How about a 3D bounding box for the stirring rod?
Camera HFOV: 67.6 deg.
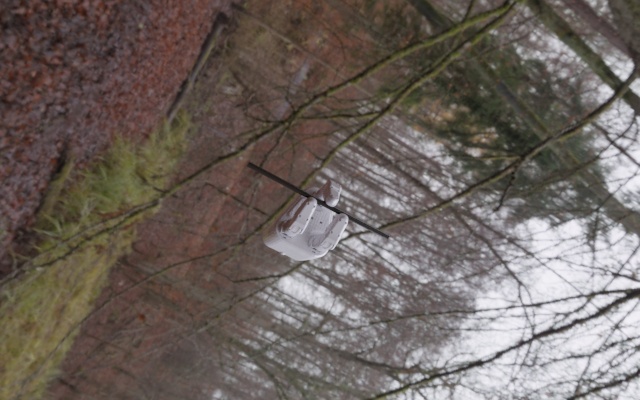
[{"bbox_3d":[0.000,0.002,0.711,0.239,0.011,0.011,28,-7,-13],"label":"stirring rod"}]
